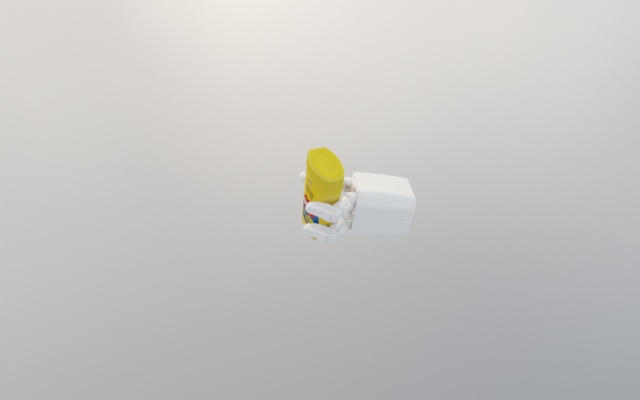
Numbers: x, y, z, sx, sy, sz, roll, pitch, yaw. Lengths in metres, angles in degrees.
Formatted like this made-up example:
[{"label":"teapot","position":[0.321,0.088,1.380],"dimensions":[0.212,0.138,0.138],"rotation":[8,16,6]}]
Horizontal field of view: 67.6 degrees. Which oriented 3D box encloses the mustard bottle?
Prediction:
[{"label":"mustard bottle","position":[0.000,0.003,0.881],"dimensions":[0.058,0.192,0.096],"rotation":[-13,47,-20]}]
